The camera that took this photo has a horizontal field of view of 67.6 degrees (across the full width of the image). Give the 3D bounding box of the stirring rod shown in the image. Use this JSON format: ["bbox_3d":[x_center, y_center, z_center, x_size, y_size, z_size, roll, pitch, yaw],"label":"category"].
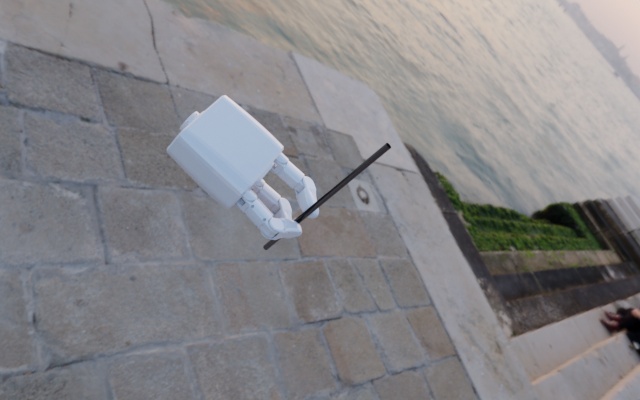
[{"bbox_3d":[0.000,0.002,0.610,0.240,0.011,0.011,-40,-24,33],"label":"stirring rod"}]
